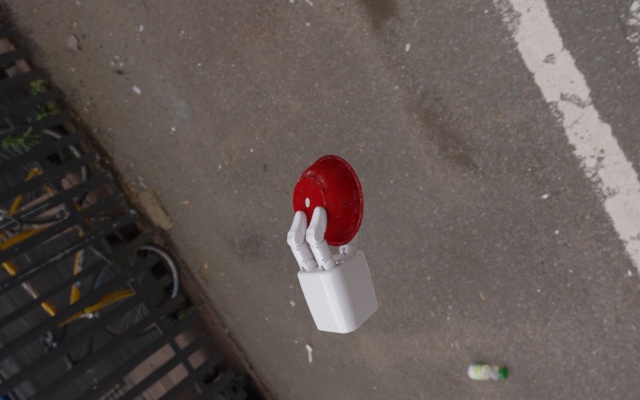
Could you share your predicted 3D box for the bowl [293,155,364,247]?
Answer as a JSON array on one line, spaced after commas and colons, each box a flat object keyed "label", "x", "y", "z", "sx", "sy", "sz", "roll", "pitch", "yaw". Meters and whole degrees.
[{"label": "bowl", "x": -0.001, "y": 0.001, "z": 0.821, "sx": 0.055, "sy": 0.162, "sz": 0.162, "roll": -6, "pitch": 4, "yaw": -38}]
